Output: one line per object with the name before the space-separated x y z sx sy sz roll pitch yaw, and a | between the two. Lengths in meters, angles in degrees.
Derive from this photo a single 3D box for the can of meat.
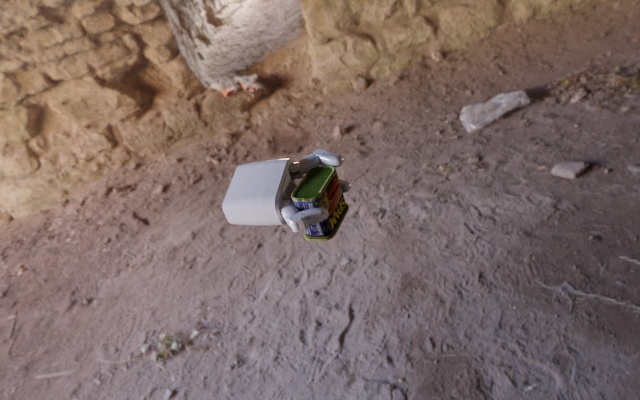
can of meat | 0.000 0.002 0.786 0.057 0.084 0.102 0 37 27
